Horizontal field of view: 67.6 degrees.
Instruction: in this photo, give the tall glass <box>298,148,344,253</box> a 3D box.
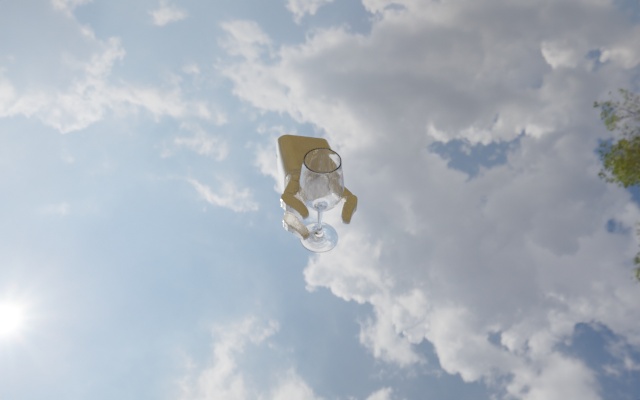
[{"bbox_3d":[0.000,0.003,0.838,0.079,0.079,0.201,0,-42,-2],"label":"tall glass"}]
